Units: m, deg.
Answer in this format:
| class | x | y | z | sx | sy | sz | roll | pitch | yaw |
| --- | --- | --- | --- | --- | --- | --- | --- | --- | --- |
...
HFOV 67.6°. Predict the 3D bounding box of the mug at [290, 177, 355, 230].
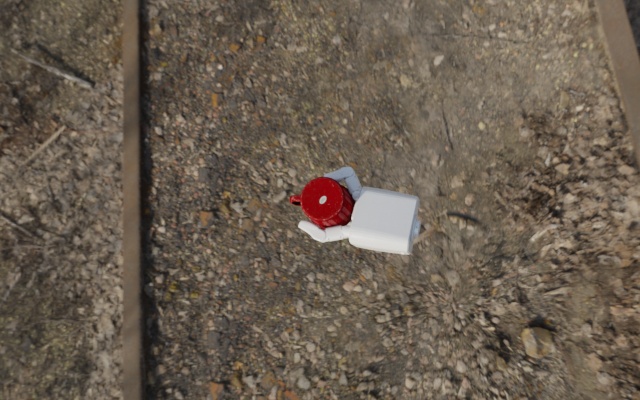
| class | x | y | z | sx | sy | sz | roll | pitch | yaw |
| --- | --- | --- | --- | --- | --- | --- | --- | --- | --- |
| mug | -0.001 | 0.003 | 0.872 | 0.117 | 0.093 | 0.081 | 8 | -10 | 15 |
